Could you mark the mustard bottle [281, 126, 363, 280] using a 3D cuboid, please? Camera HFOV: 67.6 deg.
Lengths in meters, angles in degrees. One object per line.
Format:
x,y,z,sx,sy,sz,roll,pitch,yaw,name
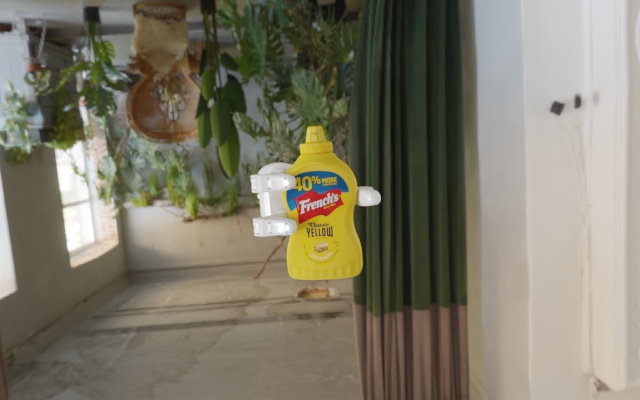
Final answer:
0.000,0.002,0.610,0.096,0.191,0.058,-3,6,9,mustard bottle
